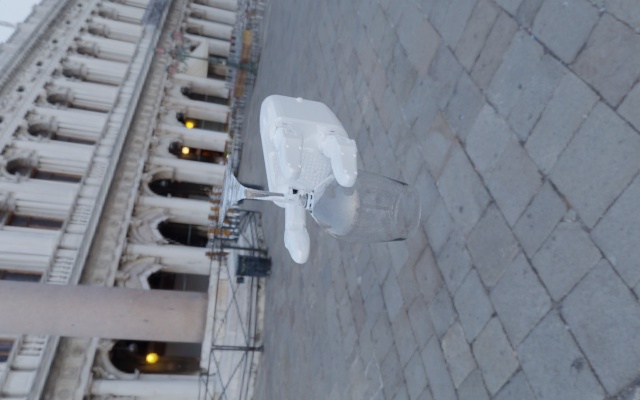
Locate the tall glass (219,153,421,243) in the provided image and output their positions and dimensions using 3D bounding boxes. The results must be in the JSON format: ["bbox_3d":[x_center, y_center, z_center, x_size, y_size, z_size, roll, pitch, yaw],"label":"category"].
[{"bbox_3d":[-0.001,0.002,0.496,0.201,0.079,0.079,7,-2,-14],"label":"tall glass"}]
